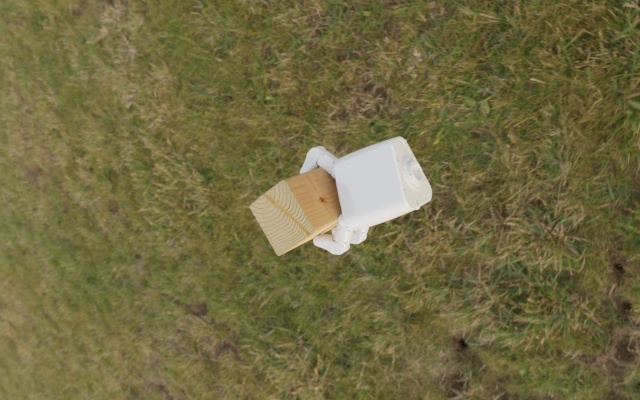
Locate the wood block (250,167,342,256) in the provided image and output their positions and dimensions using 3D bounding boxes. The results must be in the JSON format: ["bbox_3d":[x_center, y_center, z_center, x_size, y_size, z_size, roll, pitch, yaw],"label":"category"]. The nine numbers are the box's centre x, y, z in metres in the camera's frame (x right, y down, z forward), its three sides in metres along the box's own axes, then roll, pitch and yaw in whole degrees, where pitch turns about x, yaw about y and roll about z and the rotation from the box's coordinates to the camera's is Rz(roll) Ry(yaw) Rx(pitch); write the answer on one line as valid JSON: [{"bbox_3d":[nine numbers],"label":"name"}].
[{"bbox_3d":[0.000,0.002,0.774,0.090,0.091,0.206,-35,-8,37],"label":"wood block"}]
